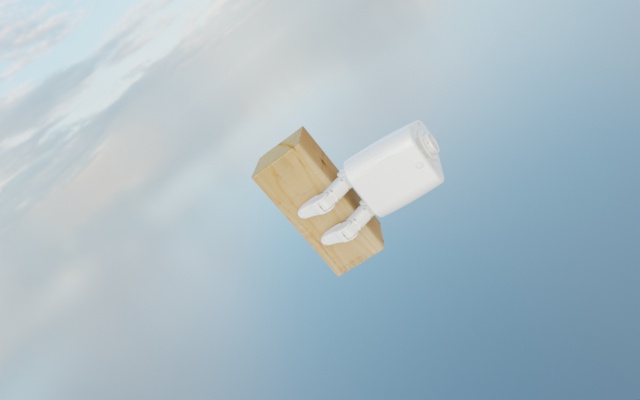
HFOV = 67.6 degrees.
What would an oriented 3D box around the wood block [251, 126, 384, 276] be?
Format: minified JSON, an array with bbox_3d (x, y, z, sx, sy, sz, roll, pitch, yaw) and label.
[{"bbox_3d":[0.000,0.002,0.731,0.090,0.206,0.090,-34,19,16],"label":"wood block"}]
